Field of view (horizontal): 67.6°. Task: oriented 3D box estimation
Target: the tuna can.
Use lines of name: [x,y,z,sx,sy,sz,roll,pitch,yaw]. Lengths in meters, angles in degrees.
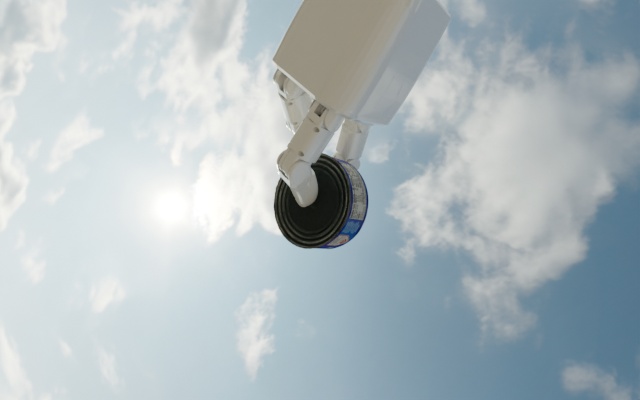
tuna can: [0.000,0.002,0.434,0.086,0.086,0.034,0,-6,37]
